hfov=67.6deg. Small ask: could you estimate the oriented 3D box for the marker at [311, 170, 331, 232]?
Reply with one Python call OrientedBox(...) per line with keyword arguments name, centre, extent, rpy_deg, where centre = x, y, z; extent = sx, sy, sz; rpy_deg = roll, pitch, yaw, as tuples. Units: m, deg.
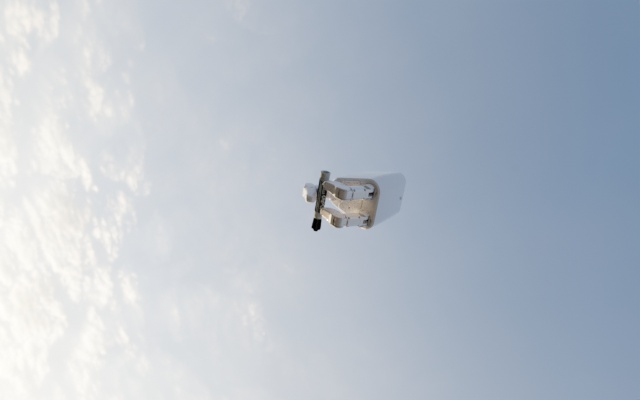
OrientedBox(name="marker", centre=(0.000, 0.003, 0.892), extent=(0.020, 0.121, 0.020), rpy_deg=(8, 23, -3))
